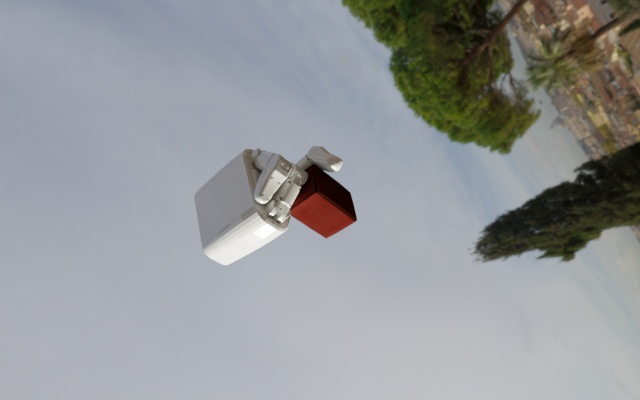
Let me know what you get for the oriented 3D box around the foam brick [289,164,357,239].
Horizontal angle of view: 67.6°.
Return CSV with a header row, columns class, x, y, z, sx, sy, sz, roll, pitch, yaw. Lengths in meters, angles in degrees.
class,x,y,z,sx,sy,sz,roll,pitch,yaw
foam brick,0.000,0.002,0.609,0.051,0.053,0.078,-35,-51,25
